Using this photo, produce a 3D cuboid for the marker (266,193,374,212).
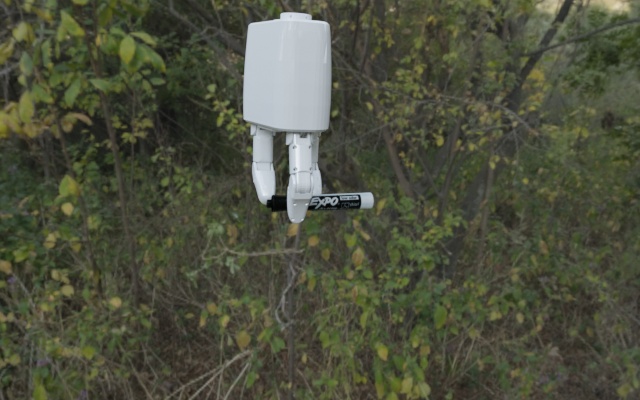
[{"bbox_3d":[0.000,0.002,0.533,0.121,0.020,0.020,-2,0,-16],"label":"marker"}]
